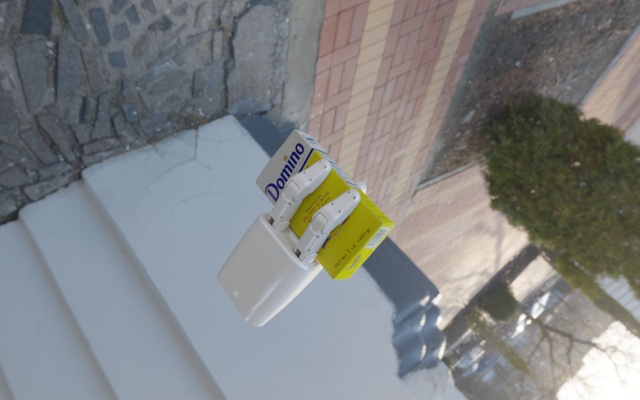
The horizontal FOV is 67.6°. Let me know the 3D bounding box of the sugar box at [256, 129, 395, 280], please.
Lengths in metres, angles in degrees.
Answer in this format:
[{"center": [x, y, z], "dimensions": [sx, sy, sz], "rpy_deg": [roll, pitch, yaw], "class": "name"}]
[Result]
[{"center": [0.000, 0.002, 0.589], "dimensions": [0.176, 0.093, 0.048], "rpy_deg": [47, 18, 25], "class": "sugar box"}]
